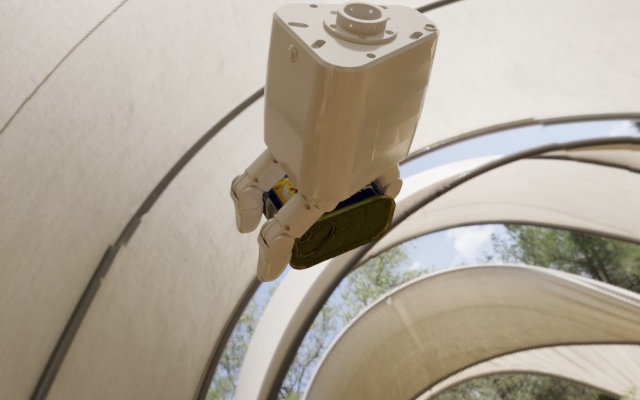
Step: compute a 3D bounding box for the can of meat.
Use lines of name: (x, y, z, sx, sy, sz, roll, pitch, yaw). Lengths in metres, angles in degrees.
can of meat: (0.000, 0.001, 0.424, 0.102, 0.057, 0.084, -20, 52, -21)
